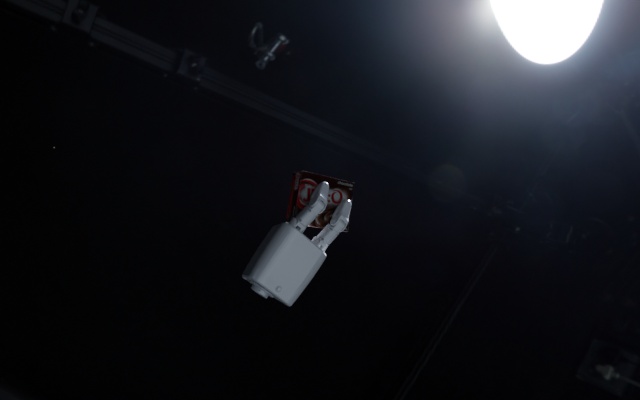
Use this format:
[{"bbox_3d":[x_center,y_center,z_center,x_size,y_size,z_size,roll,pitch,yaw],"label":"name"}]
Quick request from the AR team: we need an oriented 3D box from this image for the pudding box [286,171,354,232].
[{"bbox_3d":[0.000,0.003,0.834,0.113,0.090,0.039,11,-5,-33],"label":"pudding box"}]
